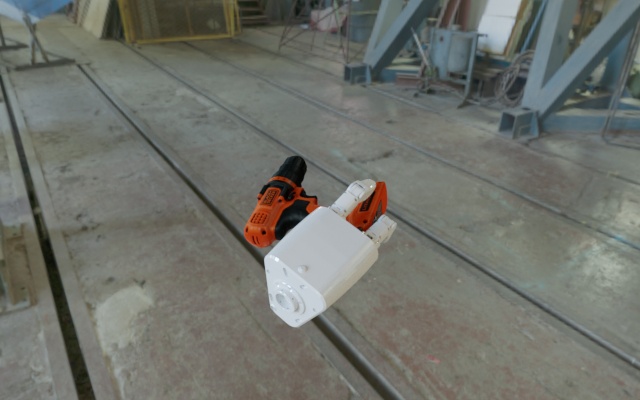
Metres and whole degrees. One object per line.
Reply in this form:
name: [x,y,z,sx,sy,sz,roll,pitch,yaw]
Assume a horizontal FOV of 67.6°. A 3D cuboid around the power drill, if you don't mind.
power drill: [0.000,0.003,0.708,0.187,0.057,0.184,5,46,20]
